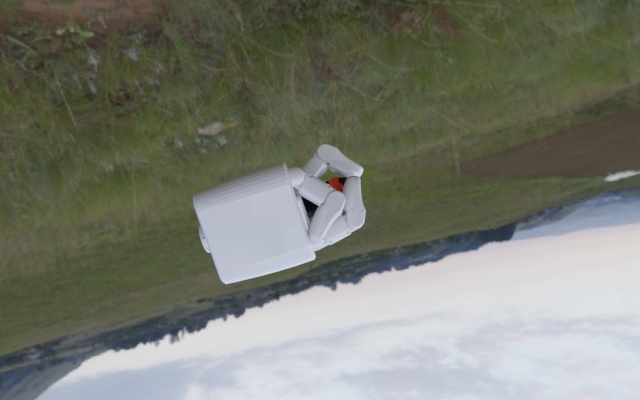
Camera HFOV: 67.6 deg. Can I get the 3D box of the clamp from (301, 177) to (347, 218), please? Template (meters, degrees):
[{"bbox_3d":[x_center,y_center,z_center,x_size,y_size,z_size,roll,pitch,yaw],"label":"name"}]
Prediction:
[{"bbox_3d":[0.000,0.003,0.631,0.120,0.039,0.171,-27,-8,0],"label":"clamp"}]
